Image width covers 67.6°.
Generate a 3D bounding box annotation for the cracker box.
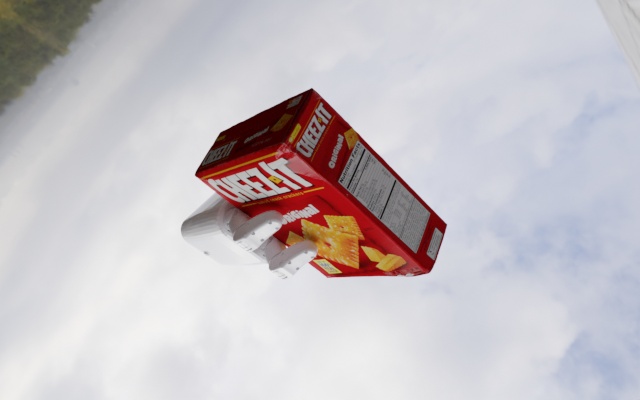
[{"bbox_3d":[0.000,0.002,0.498,0.214,0.072,0.164,40,-31,-28],"label":"cracker box"}]
